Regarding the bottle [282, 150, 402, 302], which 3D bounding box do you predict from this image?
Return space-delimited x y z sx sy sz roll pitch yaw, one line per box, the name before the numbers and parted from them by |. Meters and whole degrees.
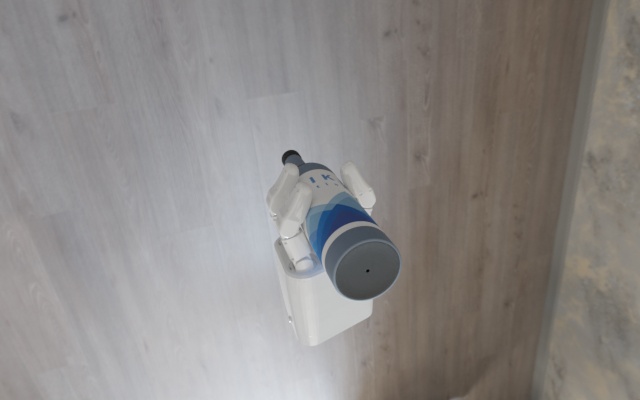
bottle | 0.000 0.002 0.551 0.069 0.069 0.295 0 25 -18
